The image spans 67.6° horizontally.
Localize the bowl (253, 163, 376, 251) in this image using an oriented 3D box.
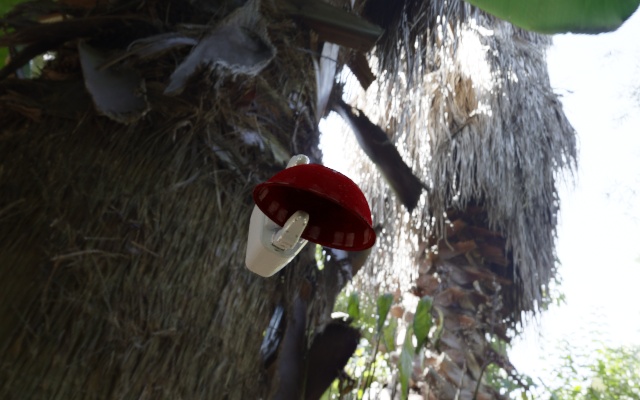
[{"bbox_3d":[0.001,0.001,0.593,0.162,0.055,0.162,20,-23,9],"label":"bowl"}]
